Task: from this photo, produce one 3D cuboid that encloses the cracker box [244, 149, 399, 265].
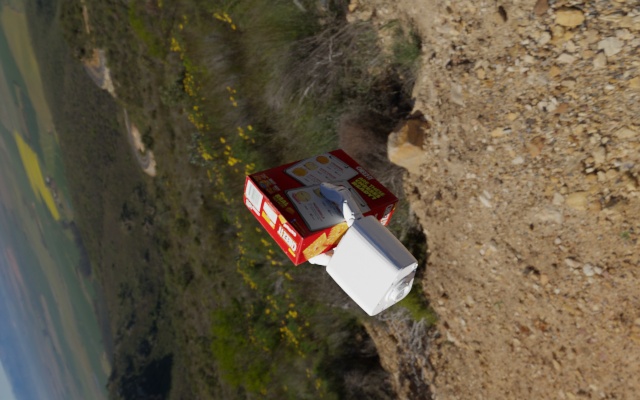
[{"bbox_3d":[0.000,0.003,0.827,0.213,0.072,0.164,-19,51,-36],"label":"cracker box"}]
